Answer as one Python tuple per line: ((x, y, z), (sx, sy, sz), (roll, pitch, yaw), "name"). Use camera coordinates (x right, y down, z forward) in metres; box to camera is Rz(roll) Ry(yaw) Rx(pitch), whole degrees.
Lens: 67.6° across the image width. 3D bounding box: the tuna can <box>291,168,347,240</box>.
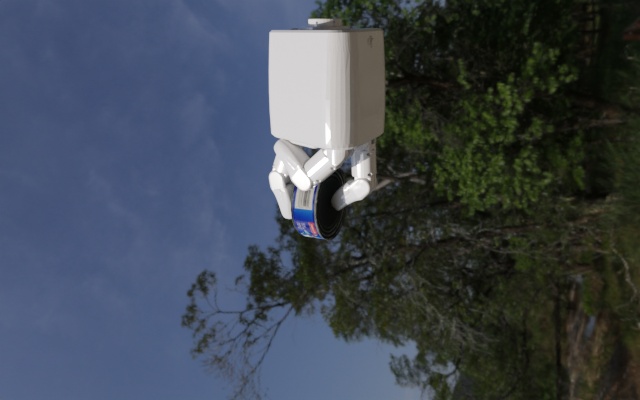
((0.000, 0.002, 0.556), (0.034, 0.086, 0.086), (6, 3, 26), "tuna can")
